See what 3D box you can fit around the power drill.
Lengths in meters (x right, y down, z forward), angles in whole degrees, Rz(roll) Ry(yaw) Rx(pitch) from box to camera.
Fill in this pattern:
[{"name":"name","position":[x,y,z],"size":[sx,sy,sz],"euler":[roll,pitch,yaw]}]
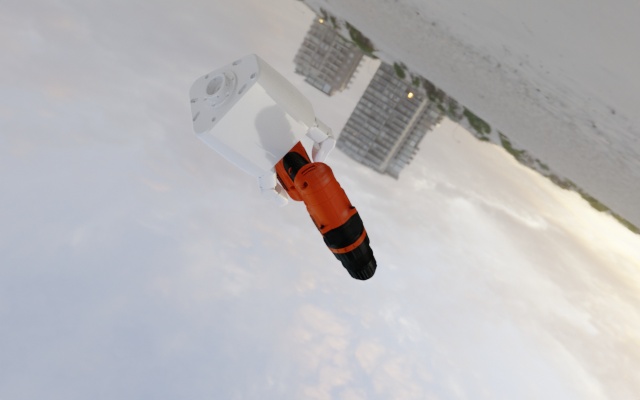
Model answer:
[{"name":"power drill","position":[0.000,0.002,0.630],"size":[0.057,0.184,0.187],"euler":[-32,35,-7]}]
